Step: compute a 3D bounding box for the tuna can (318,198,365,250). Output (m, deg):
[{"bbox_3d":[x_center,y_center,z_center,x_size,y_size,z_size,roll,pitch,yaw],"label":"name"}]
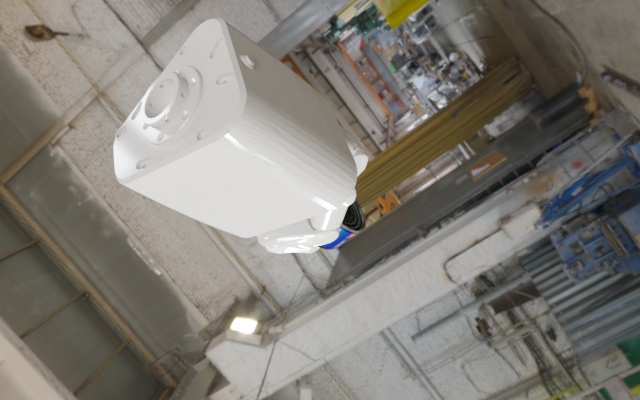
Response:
[{"bbox_3d":[0.000,0.002,0.432,0.034,0.086,0.086,-39,-16,21],"label":"tuna can"}]
